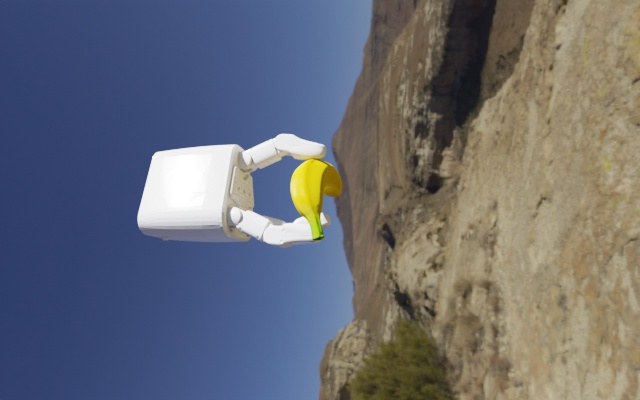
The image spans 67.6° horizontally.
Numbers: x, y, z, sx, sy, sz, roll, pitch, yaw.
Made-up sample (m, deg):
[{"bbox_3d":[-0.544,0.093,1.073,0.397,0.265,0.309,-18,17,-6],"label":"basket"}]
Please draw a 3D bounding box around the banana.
[{"bbox_3d":[-0.004,-0.015,0.555,0.037,0.070,0.197,-8,13,12],"label":"banana"}]
